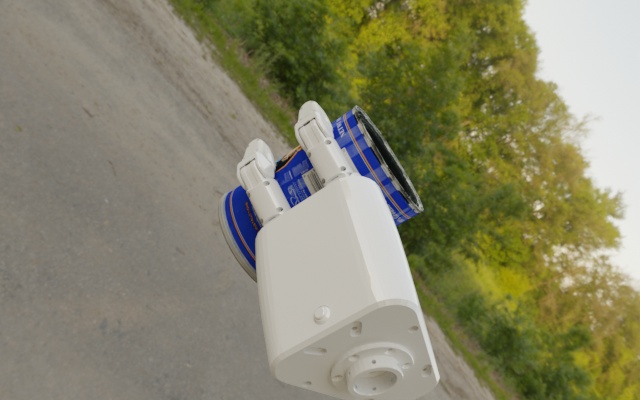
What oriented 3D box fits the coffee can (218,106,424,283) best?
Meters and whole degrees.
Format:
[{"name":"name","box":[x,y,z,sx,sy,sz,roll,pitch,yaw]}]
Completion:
[{"name":"coffee can","box":[0.000,0.001,0.407,0.140,0.103,0.103,-32,-10,15]}]
